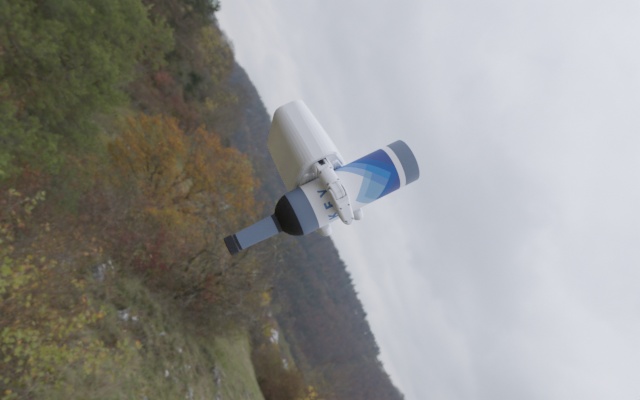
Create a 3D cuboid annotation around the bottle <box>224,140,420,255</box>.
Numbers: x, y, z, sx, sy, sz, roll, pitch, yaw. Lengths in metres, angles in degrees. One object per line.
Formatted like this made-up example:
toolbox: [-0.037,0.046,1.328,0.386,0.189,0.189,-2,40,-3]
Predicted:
bottle: [0.000,0.002,0.694,0.295,0.069,0.069,-26,4,-9]
